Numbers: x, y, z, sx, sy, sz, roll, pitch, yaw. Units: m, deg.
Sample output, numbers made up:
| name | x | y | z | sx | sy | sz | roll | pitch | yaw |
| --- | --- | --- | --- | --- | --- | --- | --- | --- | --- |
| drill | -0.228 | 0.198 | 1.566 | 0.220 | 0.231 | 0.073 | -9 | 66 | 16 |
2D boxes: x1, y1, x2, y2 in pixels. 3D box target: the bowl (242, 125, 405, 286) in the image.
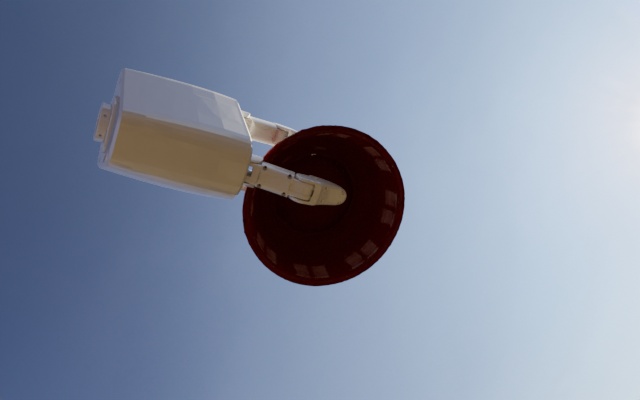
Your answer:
| name | x | y | z | sx | sy | sz | roll | pitch | yaw |
| --- | --- | --- | --- | --- | --- | --- | --- | --- | --- |
| bowl | 0.001 | 0.002 | 0.480 | 0.162 | 0.162 | 0.055 | 0 | 17 | -15 |
